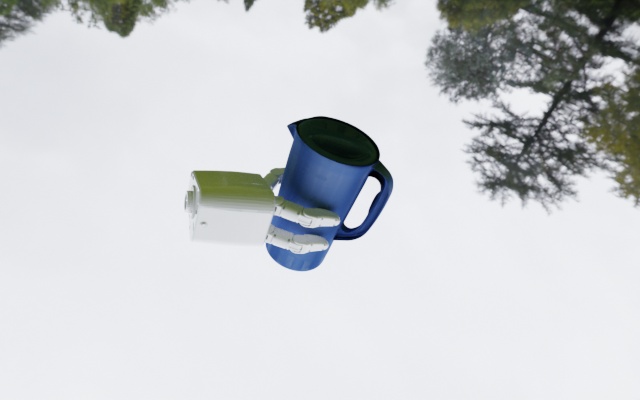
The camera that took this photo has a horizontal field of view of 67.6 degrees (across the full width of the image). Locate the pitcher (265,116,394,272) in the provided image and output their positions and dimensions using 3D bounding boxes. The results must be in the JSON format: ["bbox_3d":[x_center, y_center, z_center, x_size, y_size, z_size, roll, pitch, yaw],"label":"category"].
[{"bbox_3d":[0.000,0.002,0.766,0.145,0.243,0.149,3,39,-26],"label":"pitcher"}]
